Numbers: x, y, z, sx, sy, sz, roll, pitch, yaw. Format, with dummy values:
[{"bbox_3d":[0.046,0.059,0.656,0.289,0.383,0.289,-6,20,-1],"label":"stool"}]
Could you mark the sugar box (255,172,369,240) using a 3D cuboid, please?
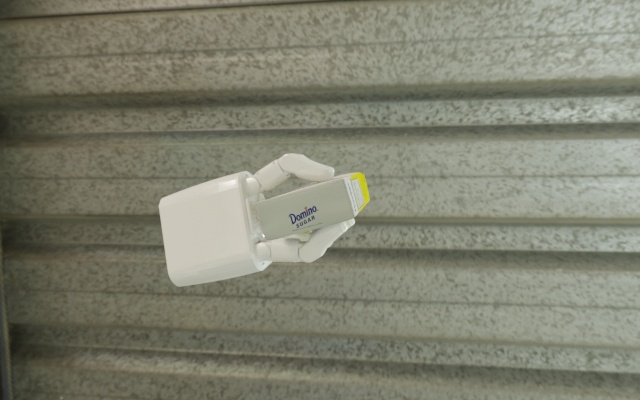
[{"bbox_3d":[0.000,0.002,0.532,0.093,0.048,0.176,-15,5,12],"label":"sugar box"}]
